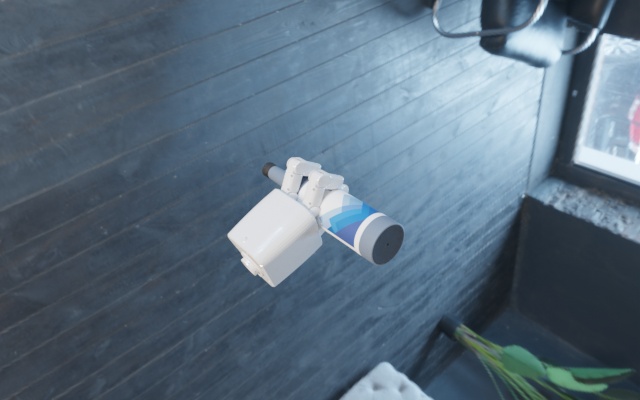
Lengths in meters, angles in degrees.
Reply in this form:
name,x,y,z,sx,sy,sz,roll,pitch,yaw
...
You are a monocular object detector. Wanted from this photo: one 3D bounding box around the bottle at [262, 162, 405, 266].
name,x,y,z,sx,sy,sz,roll,pitch,yaw
bottle,0.000,0.003,0.751,0.069,0.069,0.295,0,23,-44
